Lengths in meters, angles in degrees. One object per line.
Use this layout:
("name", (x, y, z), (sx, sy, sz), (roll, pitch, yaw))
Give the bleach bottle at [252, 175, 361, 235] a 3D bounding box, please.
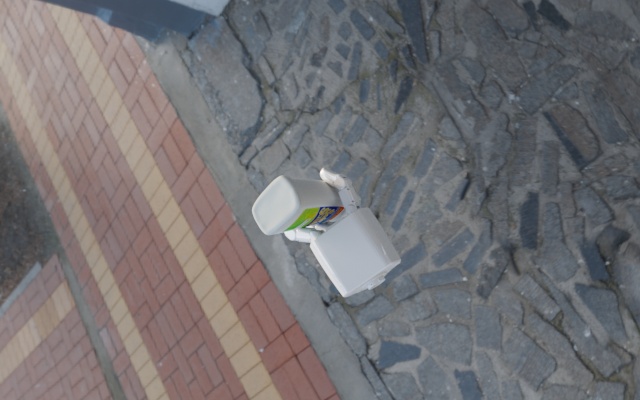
("bleach bottle", (0.000, 0.003, 0.840), (0.103, 0.068, 0.251), (-43, -21, 30))
